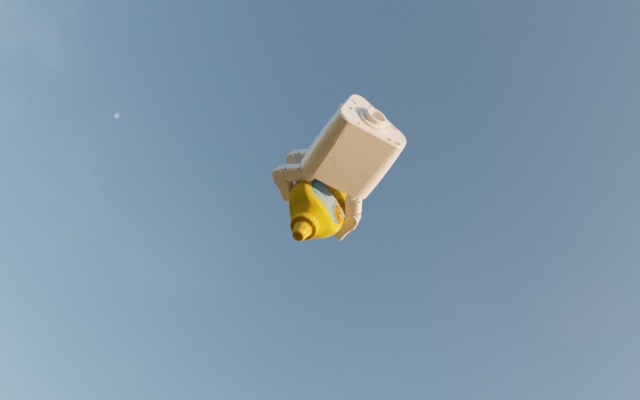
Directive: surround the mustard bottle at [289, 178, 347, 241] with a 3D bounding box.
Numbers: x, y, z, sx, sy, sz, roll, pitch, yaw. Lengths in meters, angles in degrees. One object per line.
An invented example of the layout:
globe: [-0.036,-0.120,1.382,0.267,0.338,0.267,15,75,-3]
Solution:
mustard bottle: [0.000,0.002,0.733,0.058,0.096,0.191,-24,18,31]
